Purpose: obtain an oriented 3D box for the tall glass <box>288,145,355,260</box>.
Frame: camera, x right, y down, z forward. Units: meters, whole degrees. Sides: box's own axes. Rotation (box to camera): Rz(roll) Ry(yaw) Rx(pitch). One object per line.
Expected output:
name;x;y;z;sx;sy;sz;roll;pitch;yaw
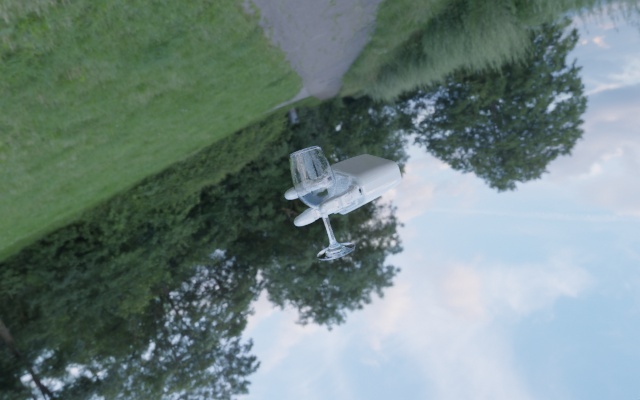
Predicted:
tall glass;0.000;0.004;0.879;0.079;0.201;0.079;-17;11;3
